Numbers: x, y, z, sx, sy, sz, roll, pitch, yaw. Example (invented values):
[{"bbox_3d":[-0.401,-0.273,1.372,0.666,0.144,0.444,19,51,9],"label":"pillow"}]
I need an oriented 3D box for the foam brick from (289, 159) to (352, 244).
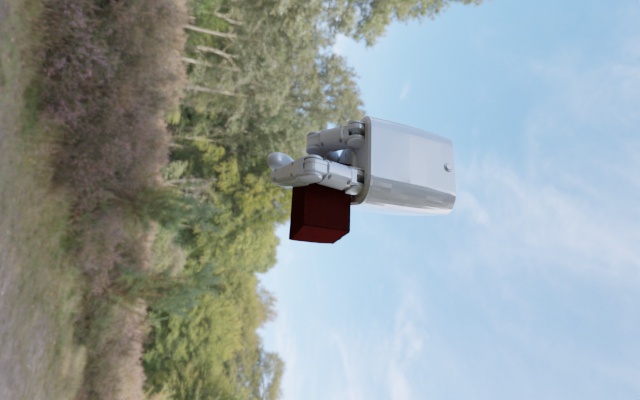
[{"bbox_3d":[0.000,0.002,0.504,0.051,0.078,0.053,10,-22,-17],"label":"foam brick"}]
